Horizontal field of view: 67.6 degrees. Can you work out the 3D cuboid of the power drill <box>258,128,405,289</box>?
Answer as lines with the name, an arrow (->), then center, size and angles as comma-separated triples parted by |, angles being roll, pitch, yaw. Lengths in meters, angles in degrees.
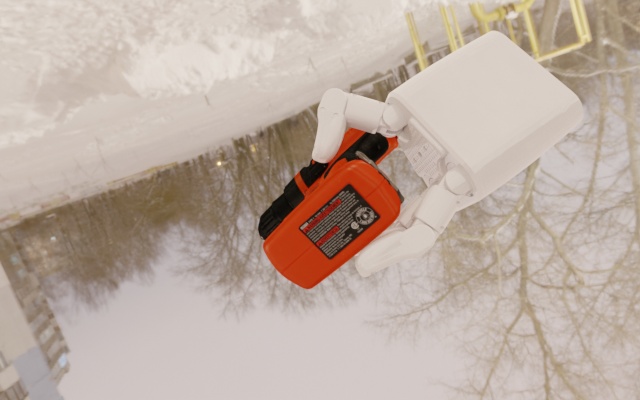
power drill -> 0.000, 0.001, 0.431 | 0.057, 0.184, 0.187 | 43, 15, -12
